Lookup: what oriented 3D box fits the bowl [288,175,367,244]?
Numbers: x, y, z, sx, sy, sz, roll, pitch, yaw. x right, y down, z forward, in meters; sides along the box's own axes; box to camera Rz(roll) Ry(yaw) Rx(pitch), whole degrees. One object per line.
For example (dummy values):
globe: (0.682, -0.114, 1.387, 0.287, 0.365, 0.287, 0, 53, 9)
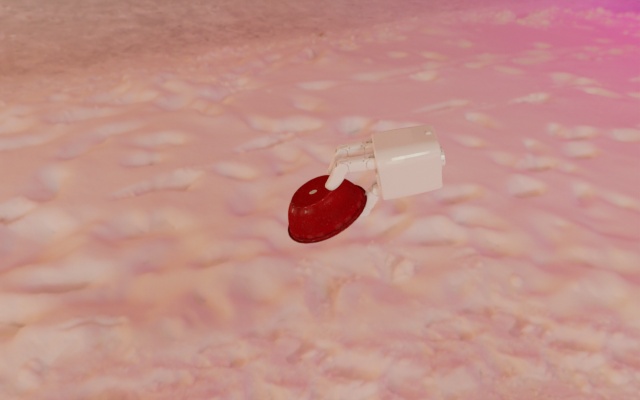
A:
bowl: (-0.001, 0.003, 0.858, 0.162, 0.055, 0.162, -23, 30, 14)
